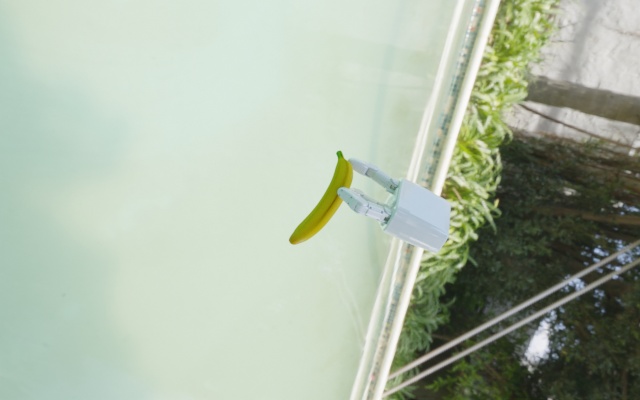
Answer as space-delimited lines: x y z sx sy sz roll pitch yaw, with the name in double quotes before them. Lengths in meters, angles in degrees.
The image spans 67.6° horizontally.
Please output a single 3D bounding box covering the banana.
"banana" 0.009 0.003 0.871 0.037 0.198 0.069 32 -3 -26
